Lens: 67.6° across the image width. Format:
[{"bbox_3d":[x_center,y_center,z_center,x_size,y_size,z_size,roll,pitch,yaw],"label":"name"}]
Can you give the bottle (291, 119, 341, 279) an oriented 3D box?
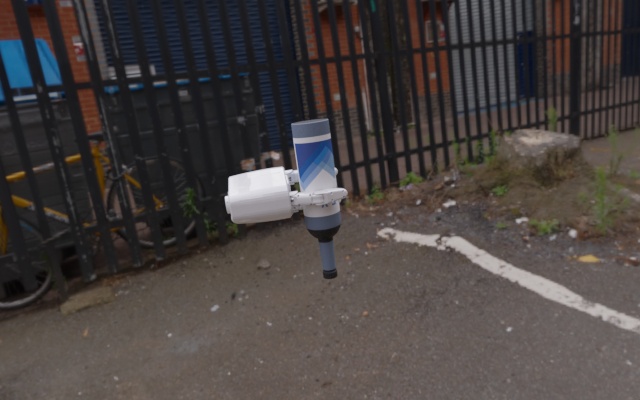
[{"bbox_3d":[0.000,0.003,0.874,0.069,0.296,0.069,-7,14,2],"label":"bottle"}]
